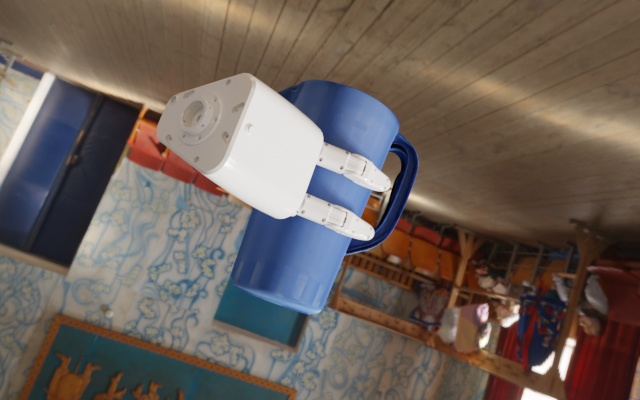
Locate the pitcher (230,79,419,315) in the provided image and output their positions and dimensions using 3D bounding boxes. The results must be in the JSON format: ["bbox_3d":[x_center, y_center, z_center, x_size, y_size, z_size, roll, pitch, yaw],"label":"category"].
[{"bbox_3d":[0.000,0.002,0.545,0.149,0.243,0.145,13,-12,35],"label":"pitcher"}]
